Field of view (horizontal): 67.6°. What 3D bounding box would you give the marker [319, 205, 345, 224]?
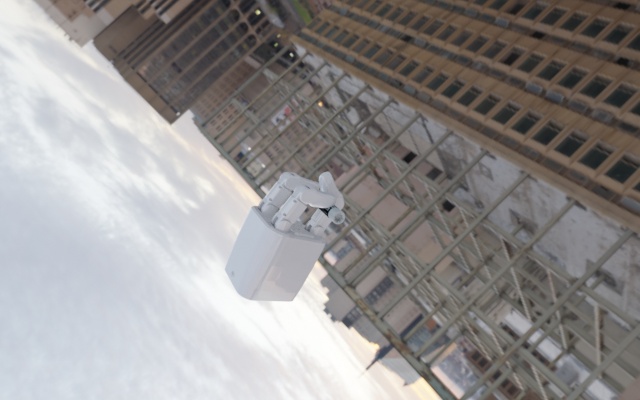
[{"bbox_3d":[0.000,0.002,0.686,0.020,0.020,0.121,0,21,-26],"label":"marker"}]
